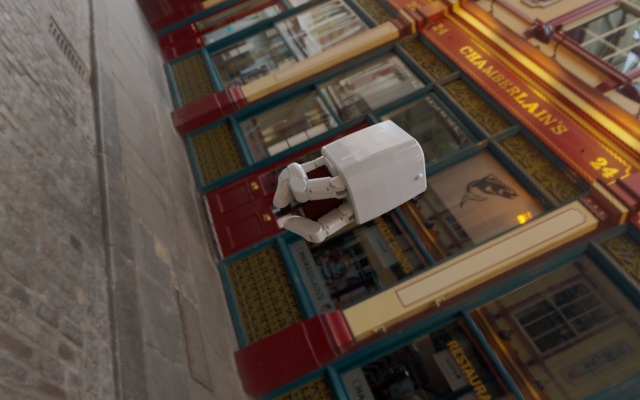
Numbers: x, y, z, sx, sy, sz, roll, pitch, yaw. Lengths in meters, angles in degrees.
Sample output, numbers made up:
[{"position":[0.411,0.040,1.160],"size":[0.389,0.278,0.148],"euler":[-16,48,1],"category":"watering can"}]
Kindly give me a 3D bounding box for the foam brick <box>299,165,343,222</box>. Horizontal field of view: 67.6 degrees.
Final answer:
[{"position":[0.000,0.002,0.655],"size":[0.051,0.053,0.078],"euler":[-25,-40,-5],"category":"foam brick"}]
